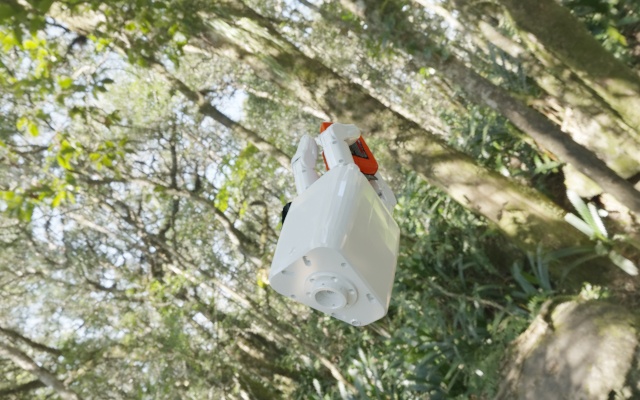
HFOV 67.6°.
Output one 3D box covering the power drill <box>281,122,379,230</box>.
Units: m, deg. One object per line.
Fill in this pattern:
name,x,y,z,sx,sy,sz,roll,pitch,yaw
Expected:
power drill,0.000,0.002,0.598,0.057,0.188,0.184,10,29,-20
